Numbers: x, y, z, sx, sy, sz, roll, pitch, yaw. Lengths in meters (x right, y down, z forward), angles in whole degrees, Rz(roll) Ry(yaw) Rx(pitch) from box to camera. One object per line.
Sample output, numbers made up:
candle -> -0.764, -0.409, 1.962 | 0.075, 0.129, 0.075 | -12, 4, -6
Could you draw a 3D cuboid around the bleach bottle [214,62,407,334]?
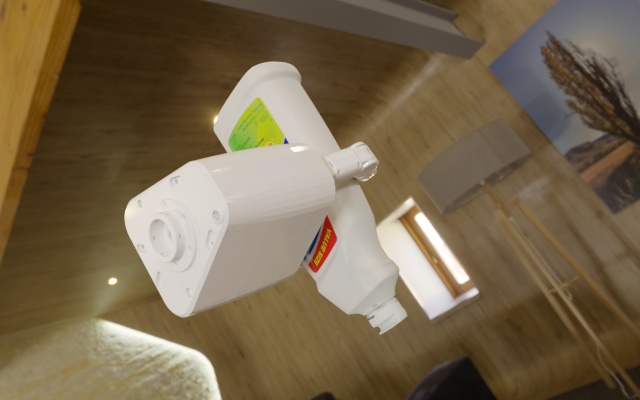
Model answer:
bleach bottle -> 0.000, 0.001, 0.435 | 0.068, 0.250, 0.103 | -17, -21, -50
